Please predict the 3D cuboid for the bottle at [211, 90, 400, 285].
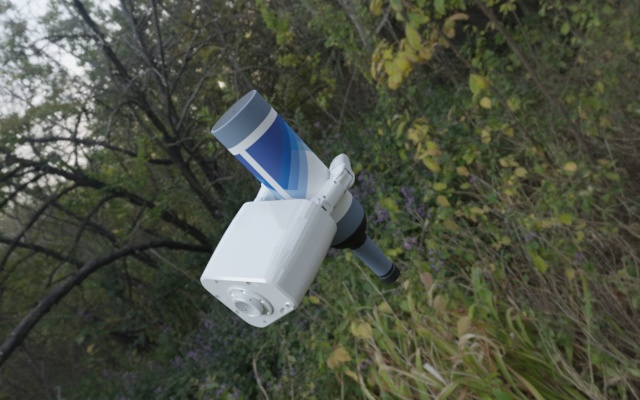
[{"bbox_3d":[0.000,0.002,0.570,0.296,0.069,0.069,46,-22,-23],"label":"bottle"}]
